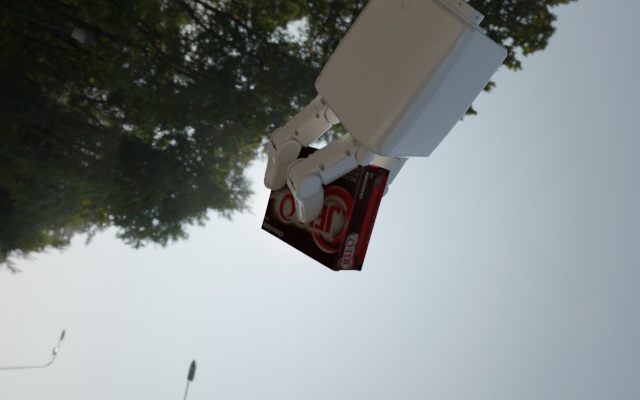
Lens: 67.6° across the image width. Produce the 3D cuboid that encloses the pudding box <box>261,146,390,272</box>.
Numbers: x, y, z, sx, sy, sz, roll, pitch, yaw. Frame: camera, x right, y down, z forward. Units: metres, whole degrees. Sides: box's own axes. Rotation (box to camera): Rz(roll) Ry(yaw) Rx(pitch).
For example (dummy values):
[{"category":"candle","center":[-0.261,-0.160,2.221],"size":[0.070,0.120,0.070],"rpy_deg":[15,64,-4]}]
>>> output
[{"category":"pudding box","center":[0.000,0.001,0.420],"size":[0.039,0.090,0.113],"rpy_deg":[10,9,-40]}]
